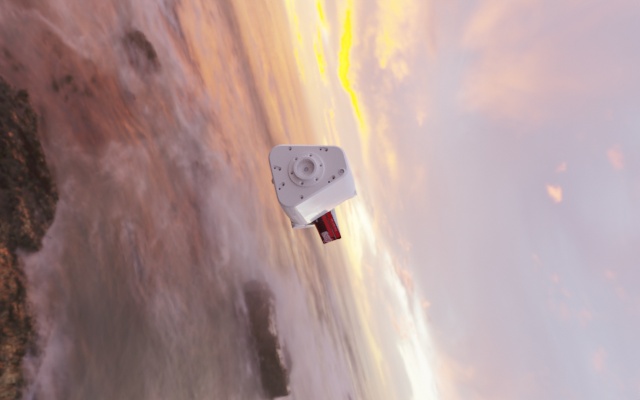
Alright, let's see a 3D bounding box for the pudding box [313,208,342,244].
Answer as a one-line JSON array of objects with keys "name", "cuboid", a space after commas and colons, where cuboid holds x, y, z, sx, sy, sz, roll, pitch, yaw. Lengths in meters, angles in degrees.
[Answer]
[{"name": "pudding box", "cuboid": [0.000, 0.003, 0.807, 0.039, 0.113, 0.090, -15, -43, 6]}]
